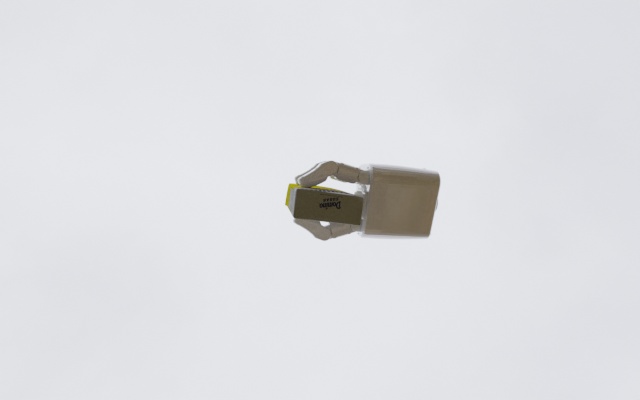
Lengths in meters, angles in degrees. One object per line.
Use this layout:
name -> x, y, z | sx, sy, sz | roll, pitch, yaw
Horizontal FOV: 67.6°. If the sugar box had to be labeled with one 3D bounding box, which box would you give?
sugar box -> 0.000, 0.002, 0.705 | 0.093, 0.048, 0.176 | 7, 1, -8
